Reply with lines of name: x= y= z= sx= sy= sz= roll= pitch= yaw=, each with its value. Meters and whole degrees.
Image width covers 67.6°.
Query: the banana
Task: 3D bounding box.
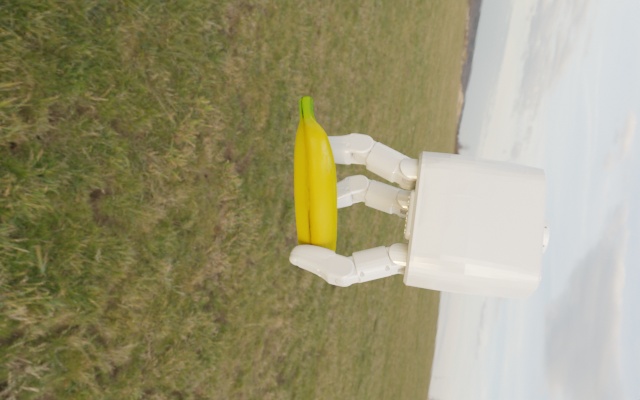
banana: x=-0.002 y=0.010 z=0.439 sx=0.037 sy=0.198 sz=0.069 roll=3 pitch=36 yaw=6
